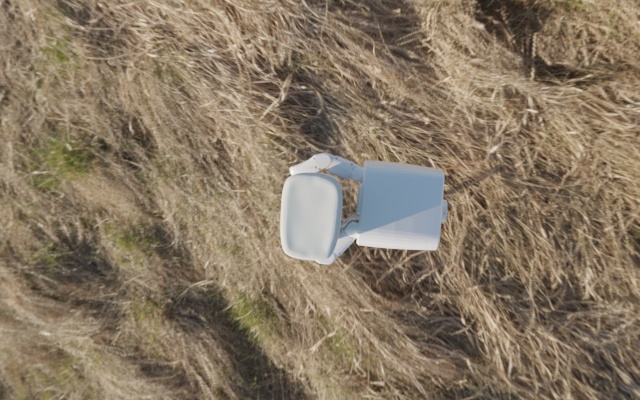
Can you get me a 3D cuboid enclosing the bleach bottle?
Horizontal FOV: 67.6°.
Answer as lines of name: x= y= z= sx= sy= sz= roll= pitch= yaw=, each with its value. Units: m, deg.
bleach bottle: x=0.000 y=0.002 z=0.647 sx=0.068 sy=0.102 sz=0.251 roll=6 pitch=9 yaw=5
